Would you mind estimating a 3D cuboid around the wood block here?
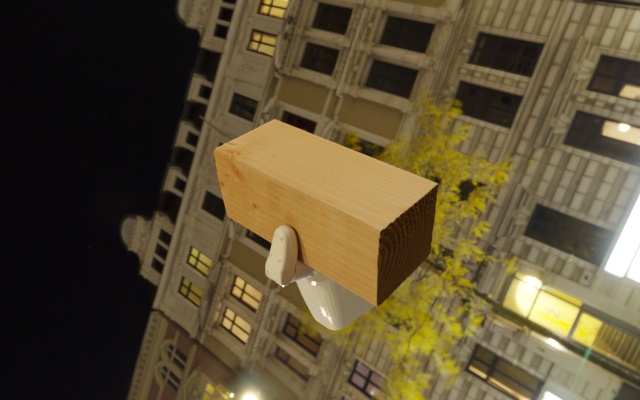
[{"bbox_3d":[0.000,0.002,0.474,0.206,0.090,0.090,26,45,33],"label":"wood block"}]
